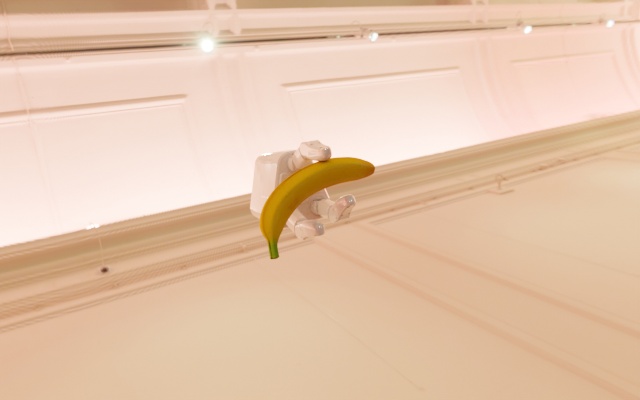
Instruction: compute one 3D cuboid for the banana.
[{"bbox_3d":[-0.012,-0.011,0.625,0.197,0.070,0.037,-40,16,-22],"label":"banana"}]
